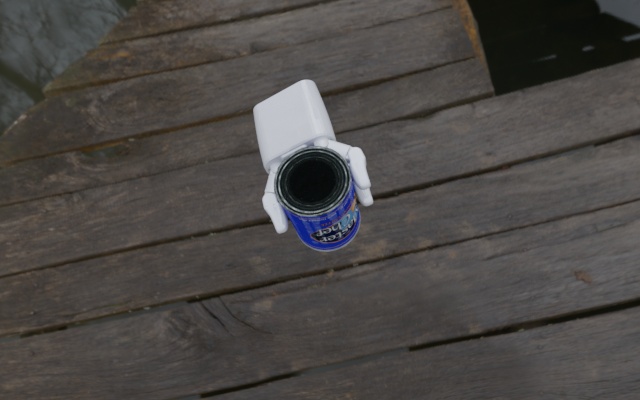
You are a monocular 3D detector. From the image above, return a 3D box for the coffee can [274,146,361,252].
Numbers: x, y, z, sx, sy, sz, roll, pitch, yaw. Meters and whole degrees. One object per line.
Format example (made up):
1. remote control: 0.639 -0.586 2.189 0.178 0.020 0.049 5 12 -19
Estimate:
1. coffee can: 0.000 0.002 0.677 0.103 0.102 0.140 0 -24 10
